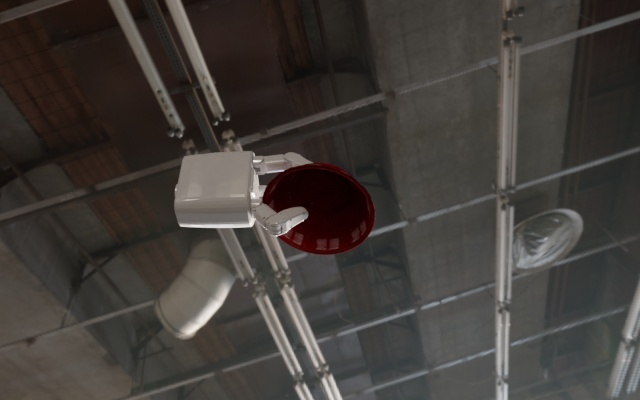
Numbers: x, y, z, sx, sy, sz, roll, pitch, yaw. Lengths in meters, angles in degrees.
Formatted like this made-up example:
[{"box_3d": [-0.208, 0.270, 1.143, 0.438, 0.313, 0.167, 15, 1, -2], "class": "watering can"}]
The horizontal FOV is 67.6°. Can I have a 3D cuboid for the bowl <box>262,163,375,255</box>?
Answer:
[{"box_3d": [0.001, 0.002, 0.691, 0.162, 0.162, 0.055, 0, 37, 11], "class": "bowl"}]
